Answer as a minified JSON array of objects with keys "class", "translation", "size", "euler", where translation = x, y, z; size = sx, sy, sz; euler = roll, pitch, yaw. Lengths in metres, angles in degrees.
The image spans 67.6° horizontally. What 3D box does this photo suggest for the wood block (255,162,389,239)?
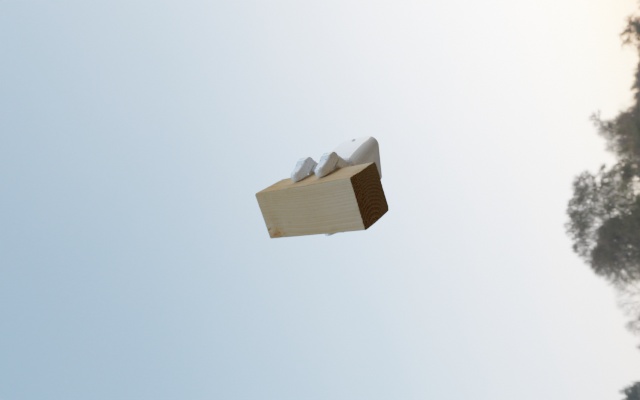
[{"class":"wood block","translation":[0.000,0.003,0.830],"size":[0.206,0.091,0.090],"euler":[-8,16,38]}]
